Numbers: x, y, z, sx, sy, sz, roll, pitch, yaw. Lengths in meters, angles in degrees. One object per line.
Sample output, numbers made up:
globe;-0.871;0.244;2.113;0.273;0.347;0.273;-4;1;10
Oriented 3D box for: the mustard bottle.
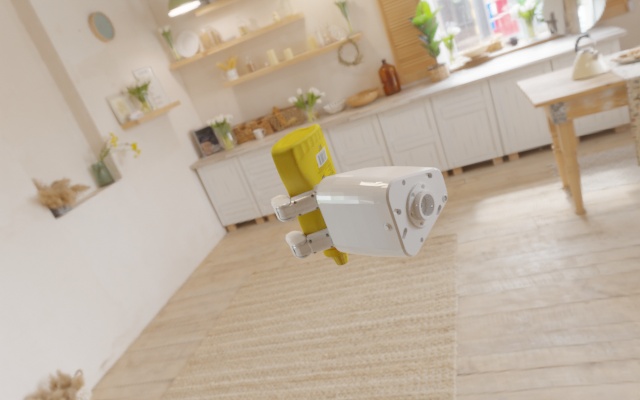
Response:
mustard bottle;0.000;0.002;0.635;0.058;0.192;0.096;-11;22;25
